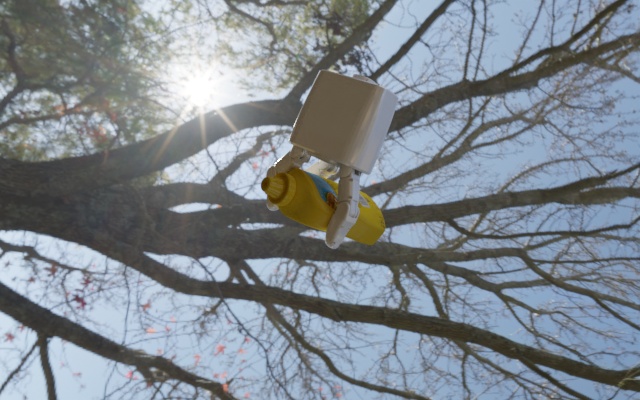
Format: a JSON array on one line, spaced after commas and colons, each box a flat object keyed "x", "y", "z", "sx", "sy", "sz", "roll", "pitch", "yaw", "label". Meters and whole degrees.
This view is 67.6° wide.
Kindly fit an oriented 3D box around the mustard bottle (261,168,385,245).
[{"x": 0.000, "y": 0.002, "z": 0.633, "sx": 0.192, "sy": 0.058, "sz": 0.096, "roll": 19, "pitch": 29, "yaw": -44, "label": "mustard bottle"}]
